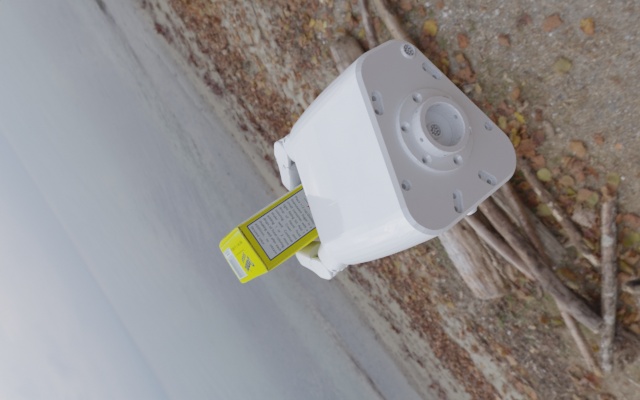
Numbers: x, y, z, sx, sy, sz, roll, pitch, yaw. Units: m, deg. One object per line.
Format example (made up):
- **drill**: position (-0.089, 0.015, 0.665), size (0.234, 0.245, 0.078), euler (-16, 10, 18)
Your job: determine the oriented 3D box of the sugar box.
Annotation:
- **sugar box**: position (0.000, 0.002, 0.418), size (0.176, 0.048, 0.093), euler (-33, 0, -25)
